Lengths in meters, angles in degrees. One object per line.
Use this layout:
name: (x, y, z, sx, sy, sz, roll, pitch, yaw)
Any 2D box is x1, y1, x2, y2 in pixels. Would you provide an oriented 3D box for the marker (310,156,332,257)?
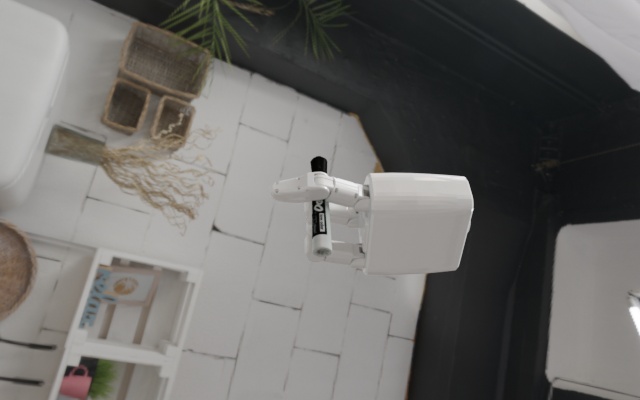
marker: (0.000, 0.002, 0.491, 0.020, 0.121, 0.020, -1, -37, -1)
